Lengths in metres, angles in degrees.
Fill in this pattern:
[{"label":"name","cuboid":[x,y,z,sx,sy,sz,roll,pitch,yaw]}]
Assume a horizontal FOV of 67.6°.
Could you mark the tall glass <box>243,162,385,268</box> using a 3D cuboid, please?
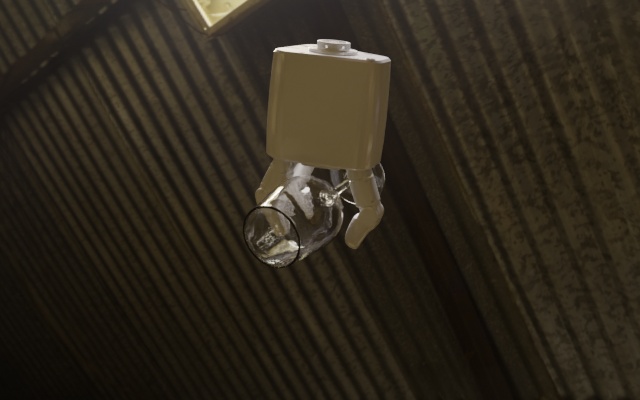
[{"label":"tall glass","cuboid":[0.000,0.002,0.513,0.079,0.079,0.201,0,19,29]}]
